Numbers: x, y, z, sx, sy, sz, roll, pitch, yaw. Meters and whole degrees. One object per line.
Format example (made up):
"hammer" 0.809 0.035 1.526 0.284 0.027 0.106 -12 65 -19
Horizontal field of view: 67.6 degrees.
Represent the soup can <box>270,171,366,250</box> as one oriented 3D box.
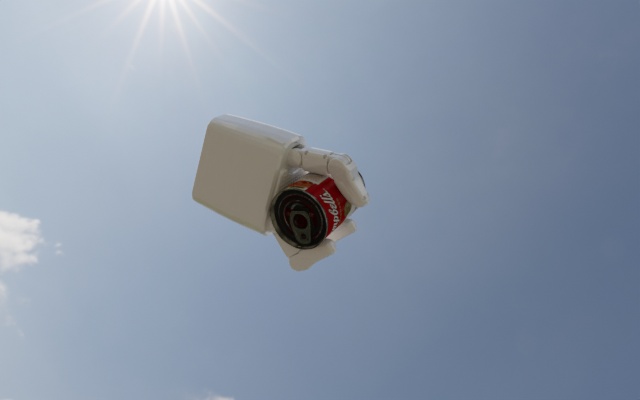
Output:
"soup can" 0.001 0.002 0.526 0.068 0.068 0.102 0 21 30
